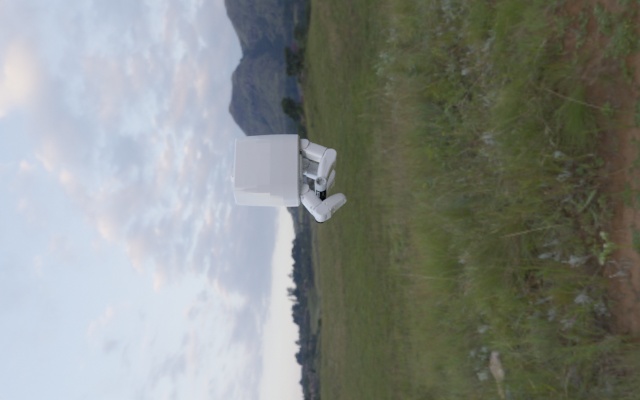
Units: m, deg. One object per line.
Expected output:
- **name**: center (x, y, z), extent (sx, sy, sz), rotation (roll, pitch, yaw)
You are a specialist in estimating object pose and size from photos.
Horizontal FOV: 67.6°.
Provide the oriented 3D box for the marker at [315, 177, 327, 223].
- **marker**: center (0.000, 0.003, 0.792), extent (0.020, 0.020, 0.121), rotation (0, -32, 0)
